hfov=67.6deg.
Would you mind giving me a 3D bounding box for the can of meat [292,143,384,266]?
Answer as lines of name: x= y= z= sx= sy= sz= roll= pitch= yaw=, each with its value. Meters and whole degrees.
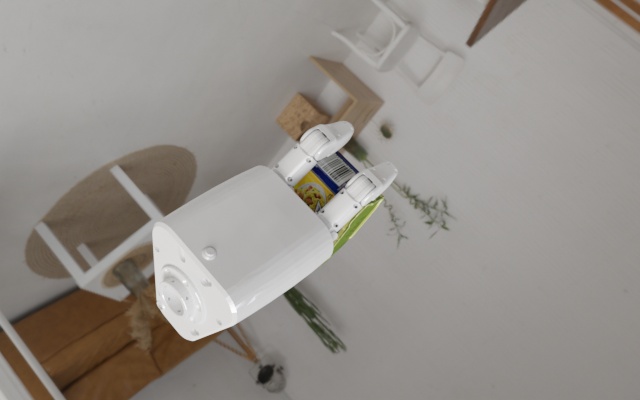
can of meat: x=0.000 y=0.002 z=0.456 sx=0.057 sy=0.084 sz=0.102 roll=-31 pitch=-18 yaw=-45
